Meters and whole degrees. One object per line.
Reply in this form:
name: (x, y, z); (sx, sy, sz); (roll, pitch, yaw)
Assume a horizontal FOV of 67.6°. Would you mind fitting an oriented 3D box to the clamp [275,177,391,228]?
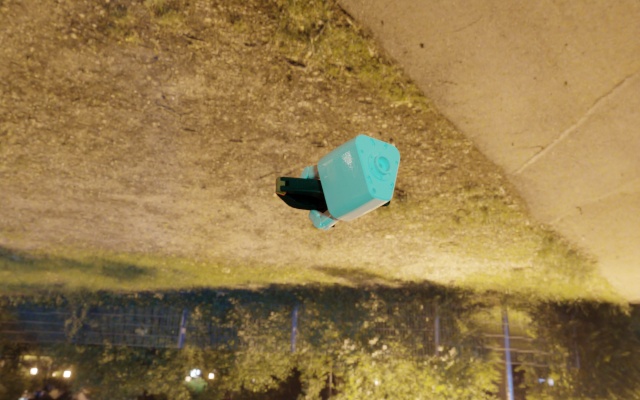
clamp: (0.000, 0.003, 0.881); (0.210, 0.036, 0.164); (14, -28, -31)
